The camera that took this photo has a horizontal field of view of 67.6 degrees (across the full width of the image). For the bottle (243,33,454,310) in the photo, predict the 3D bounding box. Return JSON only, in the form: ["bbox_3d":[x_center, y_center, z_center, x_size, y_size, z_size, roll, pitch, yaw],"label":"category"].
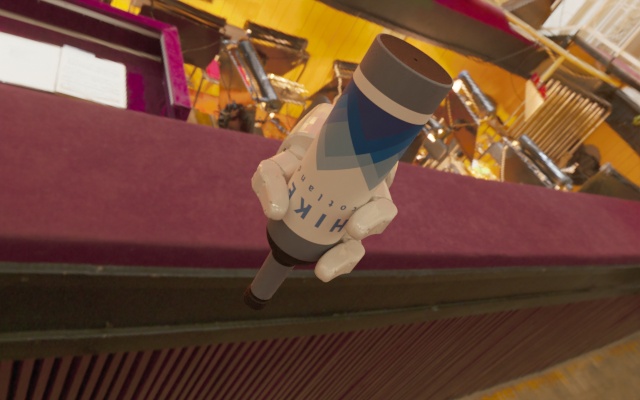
[{"bbox_3d":[0.000,0.001,0.422,0.069,0.069,0.296,0,-44,-41],"label":"bottle"}]
